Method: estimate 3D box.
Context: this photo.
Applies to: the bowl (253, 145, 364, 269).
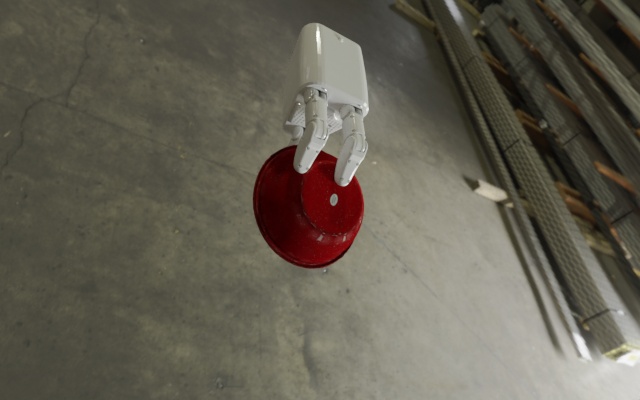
[{"bbox_3d":[0.000,0.003,0.592,0.162,0.162,0.055,0,-10,-35],"label":"bowl"}]
